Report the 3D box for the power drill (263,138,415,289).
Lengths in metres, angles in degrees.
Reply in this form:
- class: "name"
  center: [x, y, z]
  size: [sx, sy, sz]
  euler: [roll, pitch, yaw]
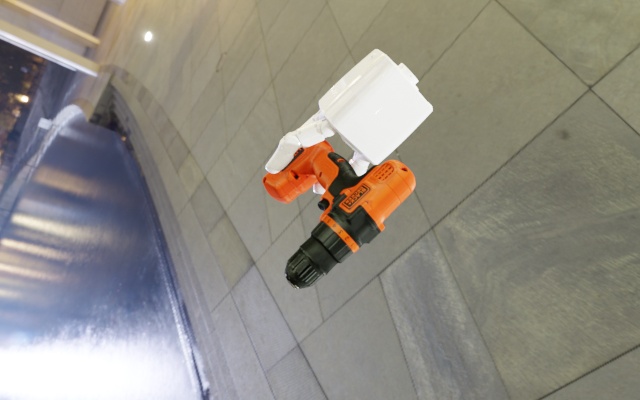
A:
- class: "power drill"
  center: [0.000, 0.002, 0.588]
  size: [0.187, 0.184, 0.057]
  euler: [40, -10, 50]
